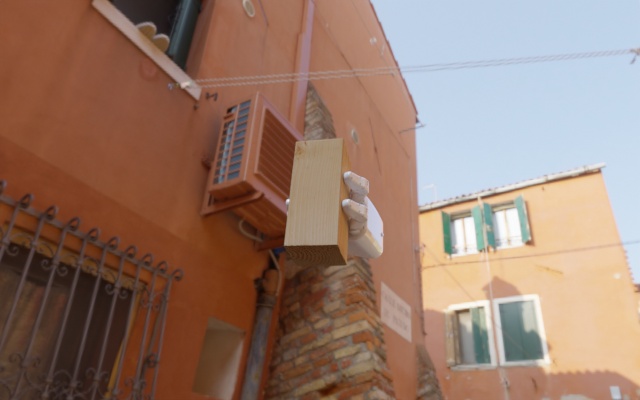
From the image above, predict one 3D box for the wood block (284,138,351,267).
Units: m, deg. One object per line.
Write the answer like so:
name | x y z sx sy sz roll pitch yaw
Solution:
wood block | 0.000 0.003 0.837 0.091 0.206 0.090 -3 -30 13
